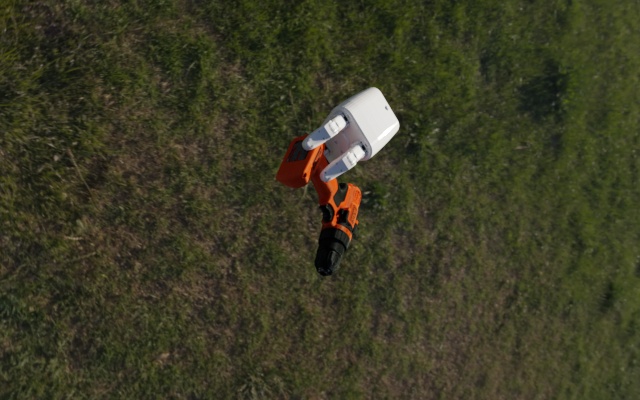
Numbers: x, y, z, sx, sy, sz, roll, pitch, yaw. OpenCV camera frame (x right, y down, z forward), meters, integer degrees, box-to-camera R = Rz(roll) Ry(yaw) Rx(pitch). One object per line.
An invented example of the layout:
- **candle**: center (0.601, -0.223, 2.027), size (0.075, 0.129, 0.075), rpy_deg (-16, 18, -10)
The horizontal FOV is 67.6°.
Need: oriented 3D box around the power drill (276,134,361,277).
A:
- **power drill**: center (0.000, 0.002, 0.766), size (0.057, 0.184, 0.188), rpy_deg (-6, -45, 27)
